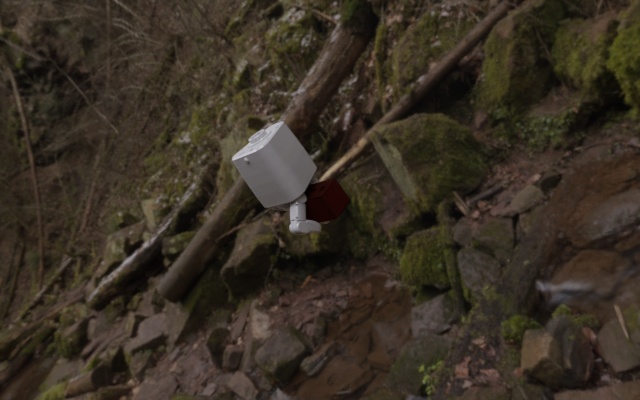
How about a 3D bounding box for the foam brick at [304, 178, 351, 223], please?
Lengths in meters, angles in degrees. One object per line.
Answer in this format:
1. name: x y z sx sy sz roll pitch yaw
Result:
1. foam brick: 0.000 0.003 0.823 0.078 0.051 0.053 -14 28 44
